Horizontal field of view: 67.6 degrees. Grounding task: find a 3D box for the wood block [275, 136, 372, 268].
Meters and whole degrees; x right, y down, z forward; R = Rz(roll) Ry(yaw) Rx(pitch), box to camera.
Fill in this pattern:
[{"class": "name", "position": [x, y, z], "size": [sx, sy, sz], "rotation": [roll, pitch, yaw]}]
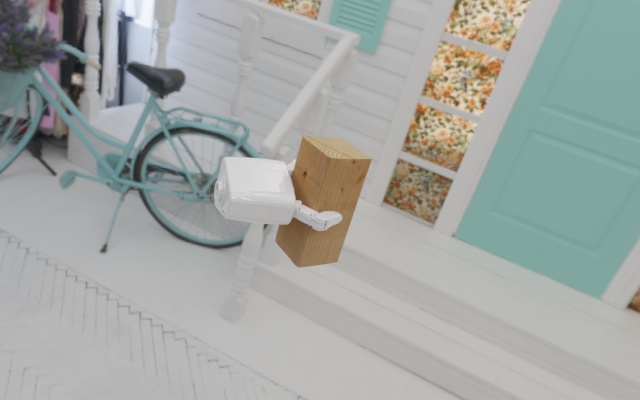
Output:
[{"class": "wood block", "position": [0.000, 0.003, 0.825], "size": [0.090, 0.206, 0.090], "rotation": [-3, 31, -36]}]
